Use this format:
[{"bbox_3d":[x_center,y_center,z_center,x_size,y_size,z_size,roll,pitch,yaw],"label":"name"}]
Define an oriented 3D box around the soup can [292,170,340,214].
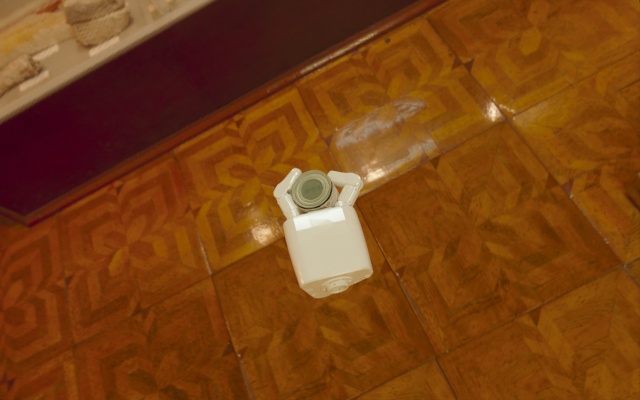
[{"bbox_3d":[0.000,0.002,0.774,0.068,0.068,0.102,0,-24,18],"label":"soup can"}]
